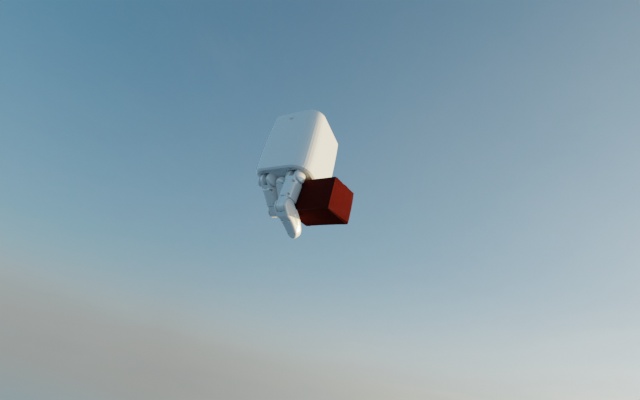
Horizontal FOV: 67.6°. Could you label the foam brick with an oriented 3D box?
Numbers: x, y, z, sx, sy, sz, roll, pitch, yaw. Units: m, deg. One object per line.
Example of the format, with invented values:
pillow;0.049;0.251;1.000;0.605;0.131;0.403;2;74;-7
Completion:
foam brick;0.000;0.002;0.690;0.078;0.051;0.053;-4;-31;37
